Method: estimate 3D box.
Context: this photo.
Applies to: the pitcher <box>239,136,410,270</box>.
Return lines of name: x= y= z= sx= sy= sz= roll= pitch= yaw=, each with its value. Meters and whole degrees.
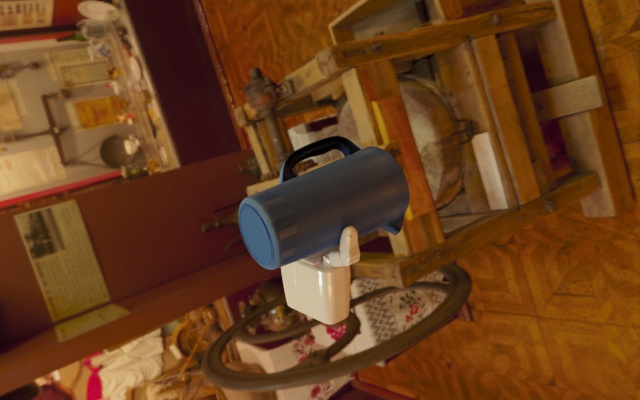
pitcher: x=0.000 y=0.003 z=0.721 sx=0.243 sy=0.145 sz=0.149 roll=-21 pitch=30 yaw=-32
